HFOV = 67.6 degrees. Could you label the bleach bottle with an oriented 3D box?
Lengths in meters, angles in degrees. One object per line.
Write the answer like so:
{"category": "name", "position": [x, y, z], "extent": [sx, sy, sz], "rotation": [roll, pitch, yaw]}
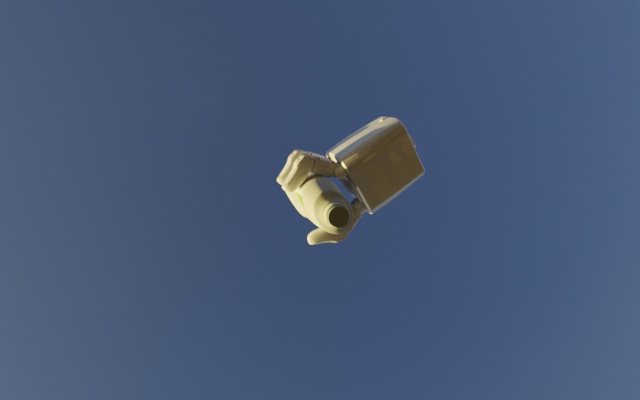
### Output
{"category": "bleach bottle", "position": [0.000, 0.002, 0.718], "extent": [0.068, 0.102, 0.250], "rotation": [-35, 17, -4]}
